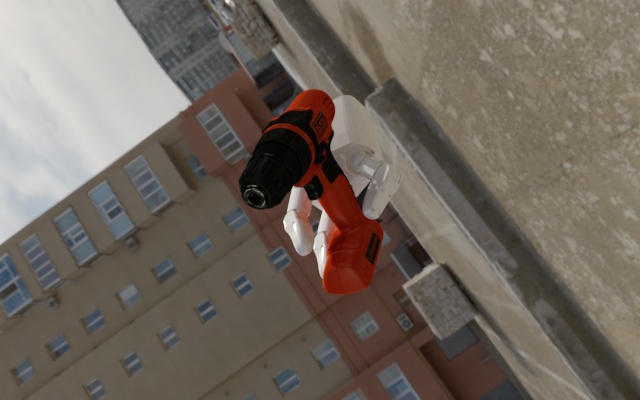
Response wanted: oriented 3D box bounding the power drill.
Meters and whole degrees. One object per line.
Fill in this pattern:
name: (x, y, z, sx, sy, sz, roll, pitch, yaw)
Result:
power drill: (0.000, 0.002, 0.474, 0.057, 0.188, 0.184, -10, 31, 27)
